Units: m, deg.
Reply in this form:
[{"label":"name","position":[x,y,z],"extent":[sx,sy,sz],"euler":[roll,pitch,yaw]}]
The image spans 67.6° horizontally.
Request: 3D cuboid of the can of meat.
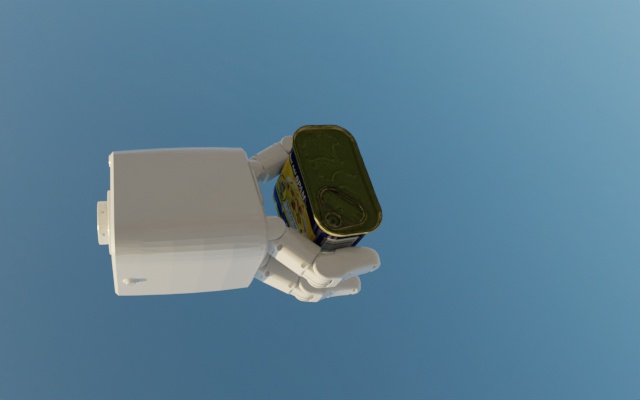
[{"label":"can of meat","position":[0.000,0.001,0.409],"extent":[0.057,0.102,0.084],"euler":[-6,-28,-24]}]
